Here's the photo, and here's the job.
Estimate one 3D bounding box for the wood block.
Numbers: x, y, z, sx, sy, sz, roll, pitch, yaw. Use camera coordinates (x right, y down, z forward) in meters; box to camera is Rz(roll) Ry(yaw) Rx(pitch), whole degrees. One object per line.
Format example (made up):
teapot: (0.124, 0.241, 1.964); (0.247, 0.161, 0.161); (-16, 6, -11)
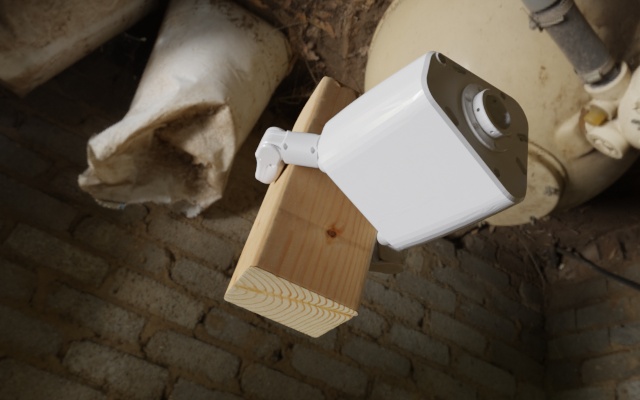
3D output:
wood block: (0.000, 0.001, 0.432); (0.091, 0.206, 0.090); (26, -34, -11)
